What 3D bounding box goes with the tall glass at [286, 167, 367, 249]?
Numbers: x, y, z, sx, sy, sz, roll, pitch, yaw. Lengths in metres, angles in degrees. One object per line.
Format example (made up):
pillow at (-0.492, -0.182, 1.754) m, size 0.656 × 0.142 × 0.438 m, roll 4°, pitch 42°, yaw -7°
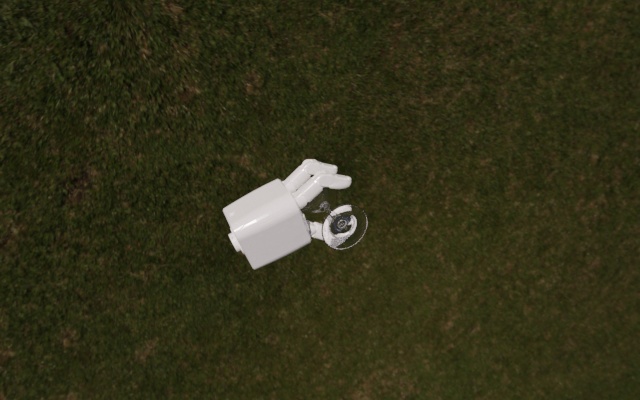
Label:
tall glass at (0.001, 0.003, 0.793) m, size 0.079 × 0.079 × 0.201 m, roll 0°, pitch 22°, yaw -23°
